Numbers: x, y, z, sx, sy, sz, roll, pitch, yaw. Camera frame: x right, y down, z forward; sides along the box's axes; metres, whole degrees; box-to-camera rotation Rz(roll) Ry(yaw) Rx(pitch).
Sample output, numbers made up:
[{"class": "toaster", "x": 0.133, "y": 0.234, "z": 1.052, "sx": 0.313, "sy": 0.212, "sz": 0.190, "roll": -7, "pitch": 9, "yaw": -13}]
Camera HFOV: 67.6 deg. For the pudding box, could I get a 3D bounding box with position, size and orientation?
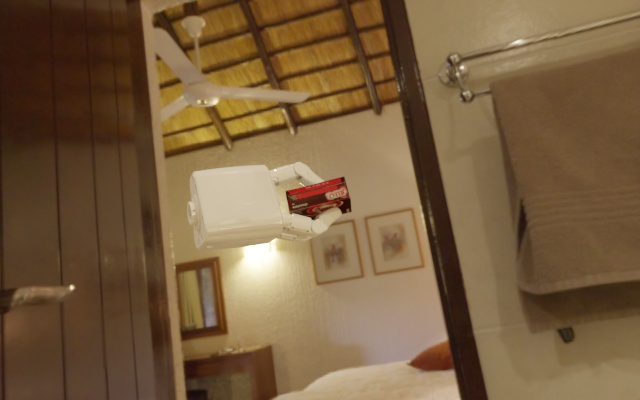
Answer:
[{"class": "pudding box", "x": 0.000, "y": 0.002, "z": 0.728, "sx": 0.090, "sy": 0.039, "sz": 0.113, "roll": -13, "pitch": -10, "yaw": 2}]
